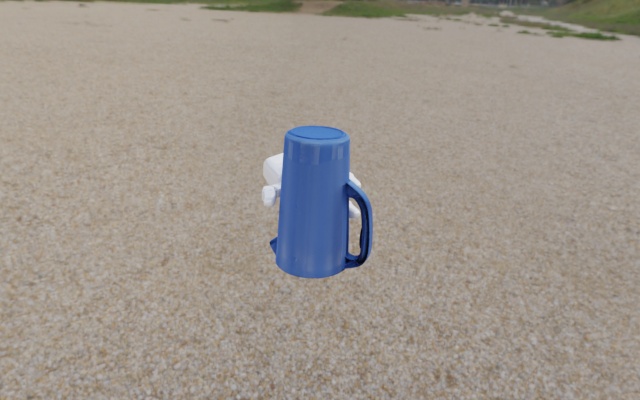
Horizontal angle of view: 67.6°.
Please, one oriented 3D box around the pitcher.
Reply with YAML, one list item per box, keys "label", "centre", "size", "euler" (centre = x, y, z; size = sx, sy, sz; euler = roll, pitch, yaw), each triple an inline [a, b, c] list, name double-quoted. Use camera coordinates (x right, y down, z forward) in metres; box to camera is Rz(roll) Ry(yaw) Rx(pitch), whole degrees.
- label: "pitcher"
  centre: [0.000, 0.003, 0.816]
  size: [0.149, 0.243, 0.145]
  euler: [-6, 24, -21]
